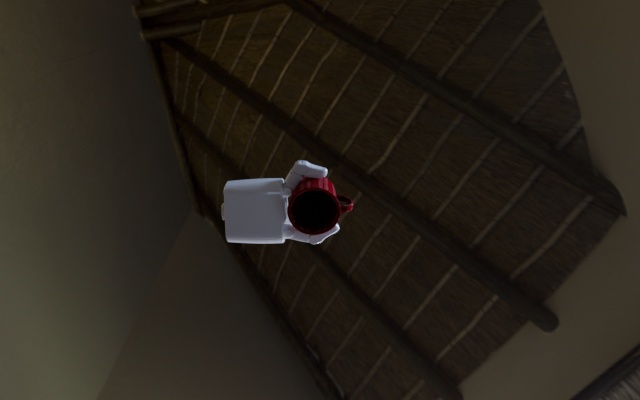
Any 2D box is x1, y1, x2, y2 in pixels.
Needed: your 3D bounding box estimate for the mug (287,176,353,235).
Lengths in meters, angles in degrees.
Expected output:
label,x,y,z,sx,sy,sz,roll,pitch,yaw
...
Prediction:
label,x,y,z,sx,sy,sz,roll,pitch,yaw
mug,0.002,0.003,0.862,0.117,0.093,0.081,0,25,-1
